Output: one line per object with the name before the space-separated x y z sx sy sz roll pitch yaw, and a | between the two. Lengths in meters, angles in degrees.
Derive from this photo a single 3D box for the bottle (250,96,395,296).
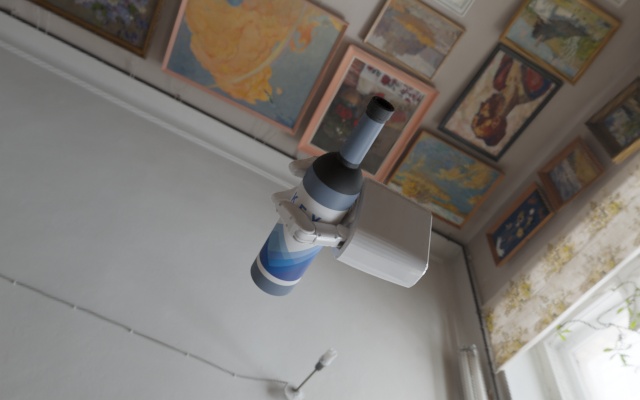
bottle | 0.000 0.002 0.582 0.069 0.296 0.069 22 34 -16
